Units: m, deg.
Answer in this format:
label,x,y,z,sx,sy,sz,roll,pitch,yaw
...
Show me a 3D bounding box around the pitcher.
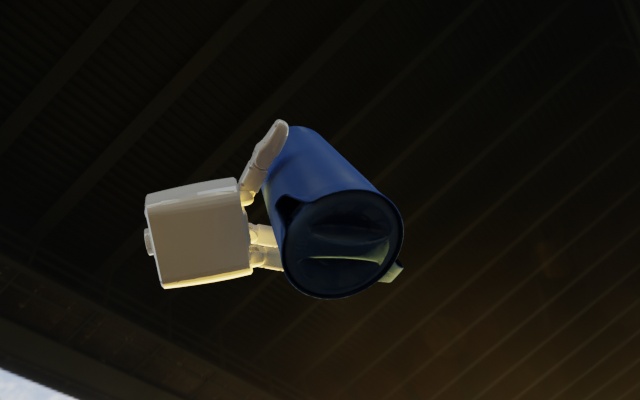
label,x,y,z,sx,sy,sz,roll,pitch,yaw
pitcher,0.000,0.002,0.589,0.145,0.149,0.242,-12,30,-11
